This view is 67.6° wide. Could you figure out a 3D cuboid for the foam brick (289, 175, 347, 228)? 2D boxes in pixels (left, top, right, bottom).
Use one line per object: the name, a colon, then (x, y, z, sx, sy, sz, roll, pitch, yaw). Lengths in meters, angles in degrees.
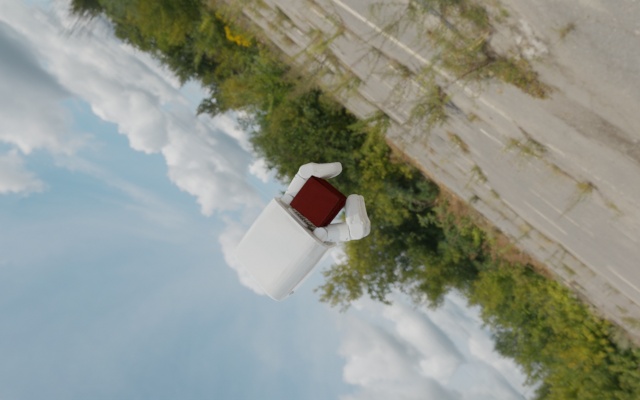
foam brick: (0.000, 0.002, 0.663, 0.053, 0.051, 0.078, 40, 7, 10)
